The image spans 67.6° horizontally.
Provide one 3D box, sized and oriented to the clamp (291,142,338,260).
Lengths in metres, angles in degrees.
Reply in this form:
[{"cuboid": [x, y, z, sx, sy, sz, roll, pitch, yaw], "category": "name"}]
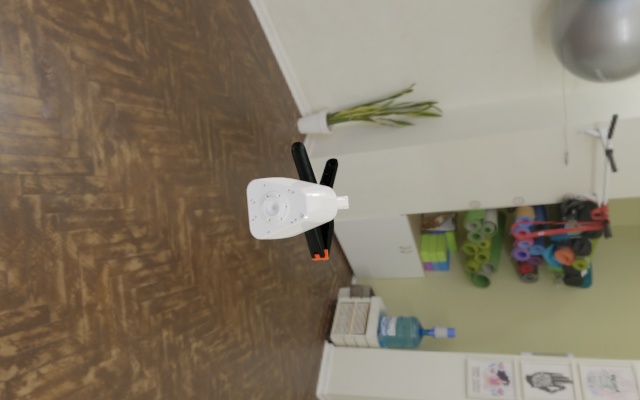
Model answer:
[{"cuboid": [0.001, 0.003, 0.884, 0.036, 0.210, 0.164, -6, -2, 26], "category": "clamp"}]
